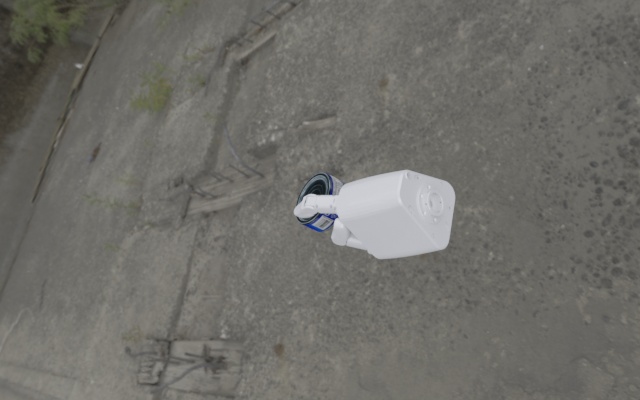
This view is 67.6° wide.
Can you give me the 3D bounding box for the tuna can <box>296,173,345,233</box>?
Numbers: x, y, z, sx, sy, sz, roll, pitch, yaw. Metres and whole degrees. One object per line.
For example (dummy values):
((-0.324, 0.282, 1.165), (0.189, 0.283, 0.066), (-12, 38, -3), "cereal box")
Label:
((0.000, 0.002, 0.712), (0.034, 0.086, 0.086), (26, -14, -30), "tuna can")
